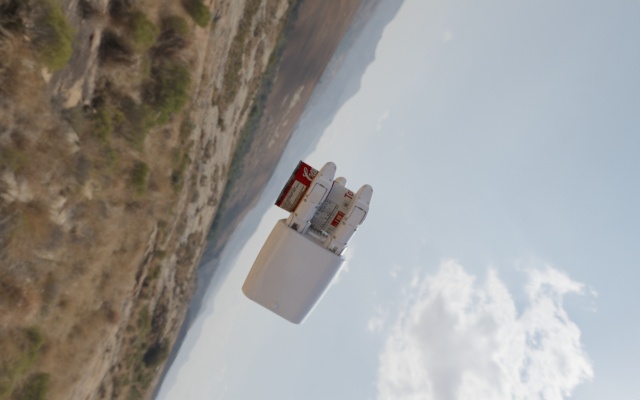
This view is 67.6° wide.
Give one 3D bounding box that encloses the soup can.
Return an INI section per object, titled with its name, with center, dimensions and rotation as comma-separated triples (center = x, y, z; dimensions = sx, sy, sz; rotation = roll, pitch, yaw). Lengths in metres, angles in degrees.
[soup can]
center = 0.001, 0.002, 0.625
dimensions = 0.102, 0.068, 0.068
rotation = 31, -3, -5
